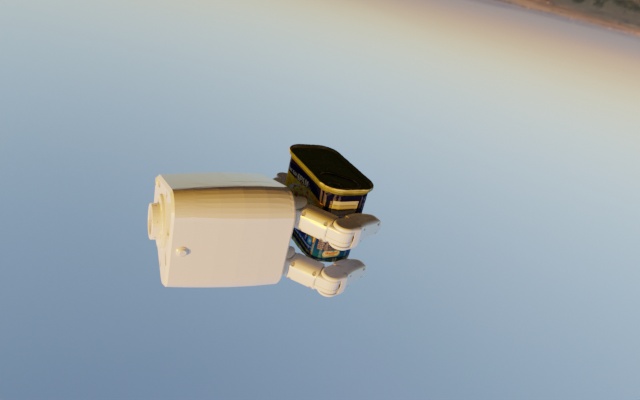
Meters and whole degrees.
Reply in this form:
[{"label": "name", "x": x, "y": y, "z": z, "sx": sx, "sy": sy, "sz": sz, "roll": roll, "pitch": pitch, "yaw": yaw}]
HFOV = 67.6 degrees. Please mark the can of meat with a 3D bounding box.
[{"label": "can of meat", "x": 0.000, "y": 0.002, "z": 0.485, "sx": 0.057, "sy": 0.084, "sz": 0.102, "roll": -2, "pitch": 30, "yaw": -30}]
